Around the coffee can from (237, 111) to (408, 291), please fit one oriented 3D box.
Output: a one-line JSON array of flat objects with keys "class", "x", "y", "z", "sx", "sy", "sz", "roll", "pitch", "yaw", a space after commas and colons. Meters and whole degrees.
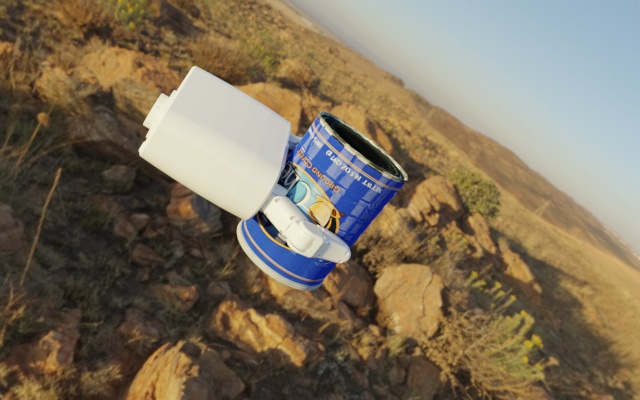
[{"class": "coffee can", "x": 0.000, "y": 0.002, "z": 0.460, "sx": 0.103, "sy": 0.140, "sz": 0.102, "roll": 34, "pitch": 18, "yaw": -13}]
